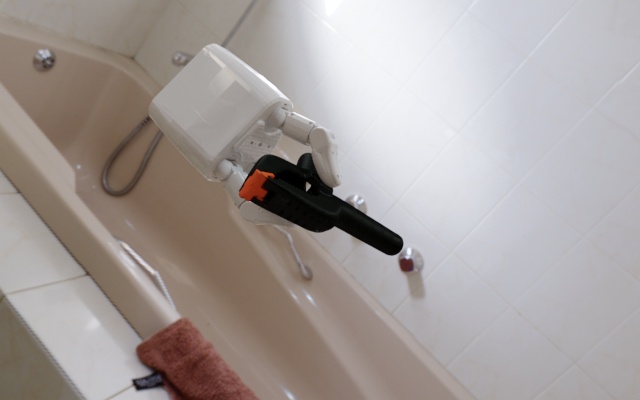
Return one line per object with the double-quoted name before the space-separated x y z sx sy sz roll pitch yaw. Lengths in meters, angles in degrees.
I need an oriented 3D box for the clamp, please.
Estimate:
"clamp" 0.000 0.001 0.469 0.164 0.036 0.210 42 15 17
